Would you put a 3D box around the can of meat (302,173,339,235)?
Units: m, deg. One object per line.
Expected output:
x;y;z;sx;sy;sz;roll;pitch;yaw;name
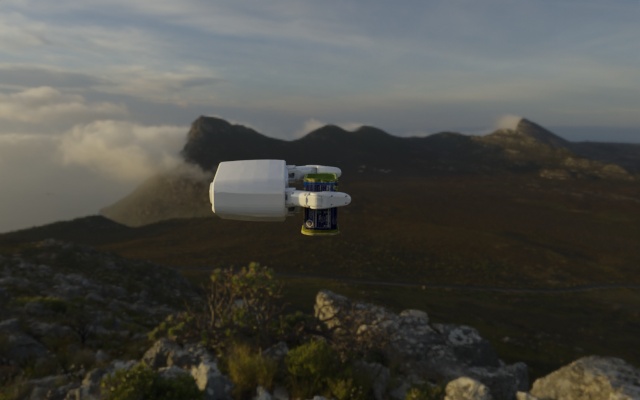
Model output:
0.000;0.002;0.747;0.057;0.084;0.102;1;9;0;can of meat
